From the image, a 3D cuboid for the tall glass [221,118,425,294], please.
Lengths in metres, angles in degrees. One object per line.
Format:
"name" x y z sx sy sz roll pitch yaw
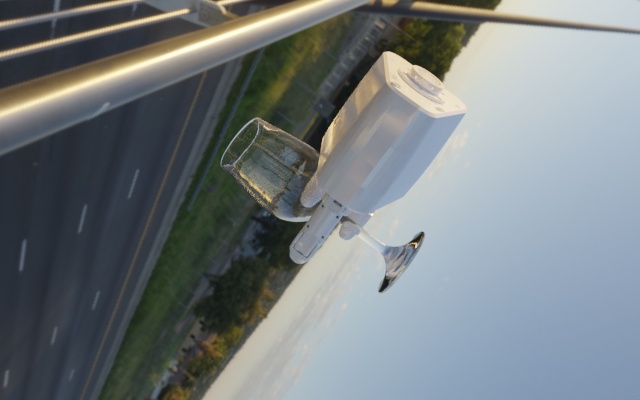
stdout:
"tall glass" 0.001 0.002 0.471 0.201 0.079 0.079 36 1 2
